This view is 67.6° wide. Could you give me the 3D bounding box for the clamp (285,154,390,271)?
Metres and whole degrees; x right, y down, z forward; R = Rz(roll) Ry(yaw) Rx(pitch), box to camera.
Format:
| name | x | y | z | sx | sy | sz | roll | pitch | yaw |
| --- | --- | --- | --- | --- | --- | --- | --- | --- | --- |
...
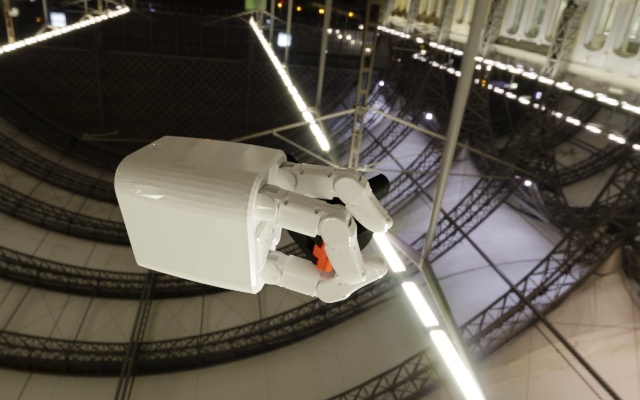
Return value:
| name | x | y | z | sx | sy | sz | roll | pitch | yaw |
| --- | --- | --- | --- | --- | --- | --- | --- | --- | --- |
| clamp | 0.000 | 0.002 | 0.438 | 0.120 | 0.039 | 0.171 | 10 | 24 | 8 |
